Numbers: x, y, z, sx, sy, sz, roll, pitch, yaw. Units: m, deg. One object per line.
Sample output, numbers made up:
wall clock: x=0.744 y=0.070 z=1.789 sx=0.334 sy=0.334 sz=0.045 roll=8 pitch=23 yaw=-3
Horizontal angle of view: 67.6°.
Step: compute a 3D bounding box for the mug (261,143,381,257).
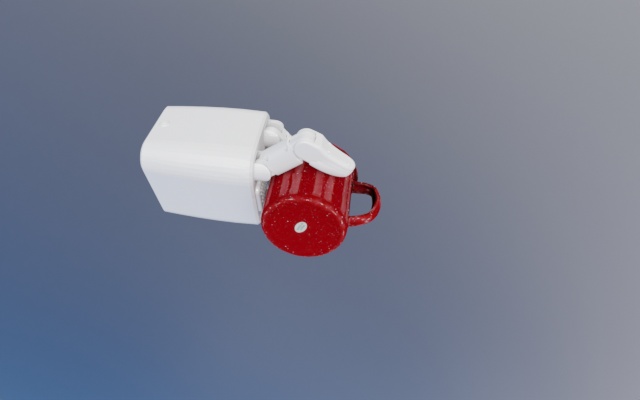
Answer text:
mug: x=0.001 y=0.002 z=0.466 sx=0.117 sy=0.093 sz=0.081 roll=6 pitch=43 yaw=3
